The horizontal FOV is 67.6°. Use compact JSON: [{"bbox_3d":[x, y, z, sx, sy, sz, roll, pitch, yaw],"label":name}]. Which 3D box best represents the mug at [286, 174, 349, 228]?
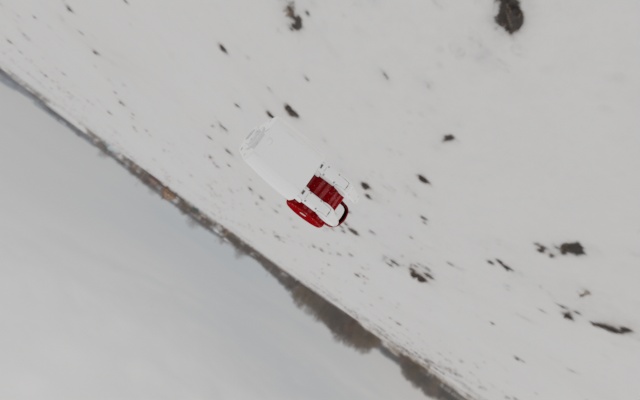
[{"bbox_3d":[0.001,0.004,0.871,0.117,0.081,0.093,41,-12,-21],"label":"mug"}]
